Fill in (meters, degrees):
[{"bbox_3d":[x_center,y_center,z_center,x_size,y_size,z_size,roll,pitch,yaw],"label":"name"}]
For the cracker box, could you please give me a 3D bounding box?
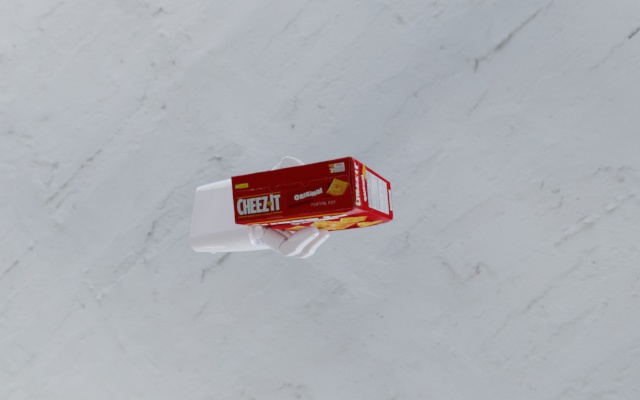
[{"bbox_3d":[0.000,0.002,0.673,0.164,0.072,0.214,-8,-9,19],"label":"cracker box"}]
